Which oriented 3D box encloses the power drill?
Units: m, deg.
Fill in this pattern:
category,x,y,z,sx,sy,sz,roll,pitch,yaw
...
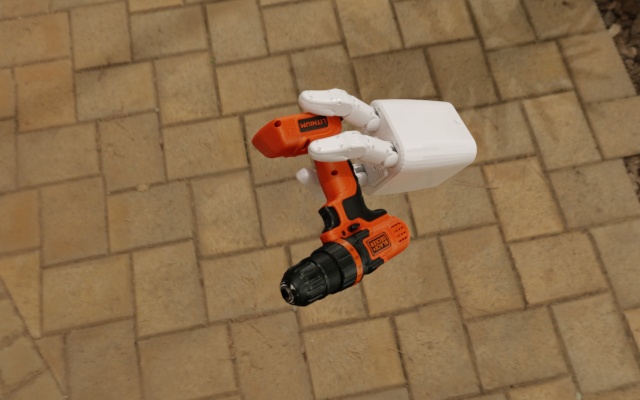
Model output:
category,x,y,z,sx,sy,sz,roll,pitch,yaw
power drill,0.000,0.001,0.509,0.184,0.187,0.057,-21,-5,-45
